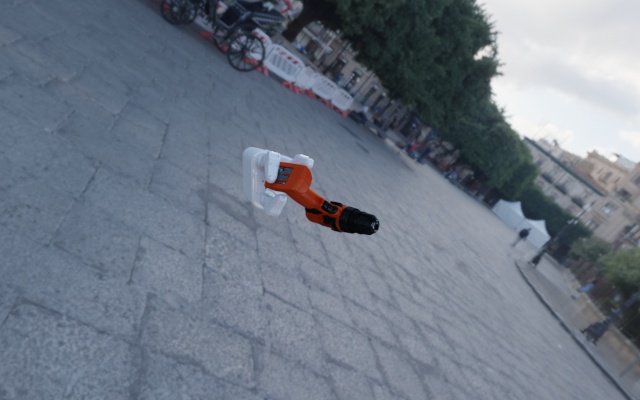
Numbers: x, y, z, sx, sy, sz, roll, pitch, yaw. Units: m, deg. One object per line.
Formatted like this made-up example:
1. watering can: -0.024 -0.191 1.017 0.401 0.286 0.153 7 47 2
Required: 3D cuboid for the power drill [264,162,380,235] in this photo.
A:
1. power drill: 0.000 0.003 0.890 0.184 0.057 0.188 10 -23 46
